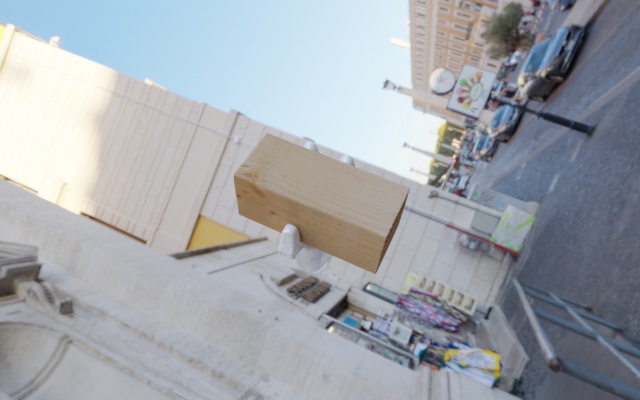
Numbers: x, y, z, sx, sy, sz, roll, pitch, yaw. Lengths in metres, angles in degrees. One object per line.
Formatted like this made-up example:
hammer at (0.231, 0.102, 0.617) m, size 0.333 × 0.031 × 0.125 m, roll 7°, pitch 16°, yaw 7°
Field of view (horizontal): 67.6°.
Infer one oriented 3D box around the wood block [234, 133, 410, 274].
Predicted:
wood block at (0.000, 0.002, 0.632) m, size 0.206 × 0.090 × 0.090 m, roll 22°, pitch -36°, yaw 13°
